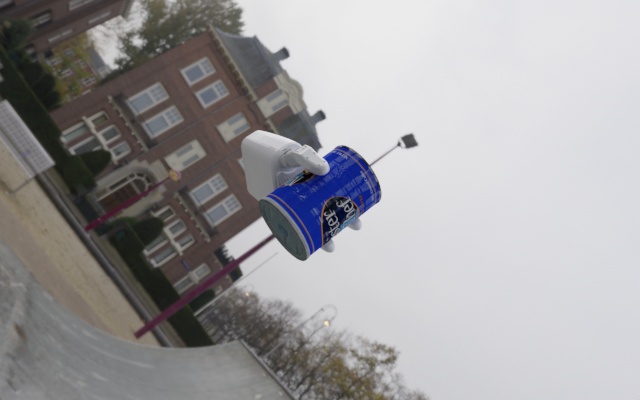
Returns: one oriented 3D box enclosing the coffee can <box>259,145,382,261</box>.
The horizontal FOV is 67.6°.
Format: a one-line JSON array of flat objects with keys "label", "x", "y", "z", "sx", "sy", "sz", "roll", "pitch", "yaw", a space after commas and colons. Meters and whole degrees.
[{"label": "coffee can", "x": 0.000, "y": 0.002, "z": 0.666, "sx": 0.140, "sy": 0.103, "sz": 0.103, "roll": -37, "pitch": 15, "yaw": -21}]
